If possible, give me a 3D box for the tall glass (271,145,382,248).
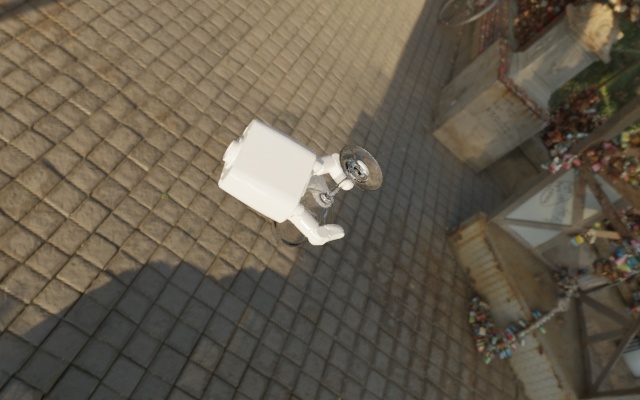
[{"bbox_3d":[0.001,0.002,0.721,0.079,0.079,0.201,0,-29,-40],"label":"tall glass"}]
